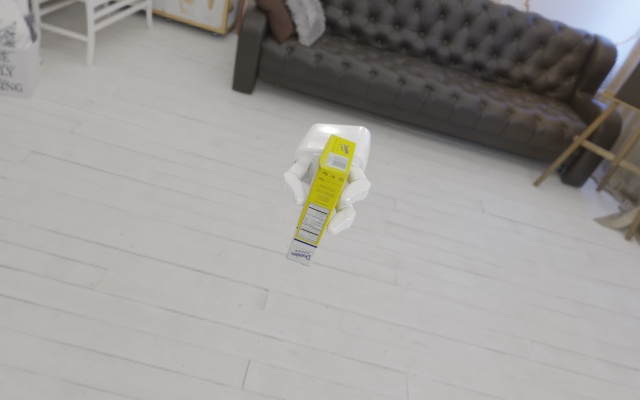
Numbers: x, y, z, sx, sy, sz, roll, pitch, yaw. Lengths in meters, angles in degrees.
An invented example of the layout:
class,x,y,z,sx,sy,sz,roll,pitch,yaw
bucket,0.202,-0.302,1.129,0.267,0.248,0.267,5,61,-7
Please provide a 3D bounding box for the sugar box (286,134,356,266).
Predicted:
class,x,y,z,sx,sy,sz,roll,pitch,yaw
sugar box,0.001,0.002,0.698,0.048,0.176,0.093,19,36,1
